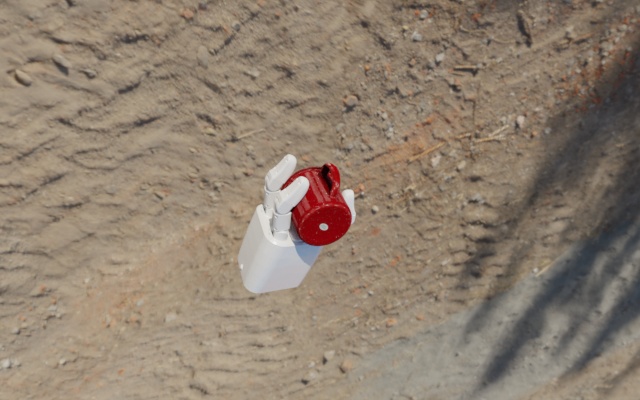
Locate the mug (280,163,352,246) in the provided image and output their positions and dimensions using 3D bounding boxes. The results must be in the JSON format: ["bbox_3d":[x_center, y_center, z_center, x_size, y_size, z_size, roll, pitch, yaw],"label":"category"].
[{"bbox_3d":[0.001,0.001,0.683,0.093,0.117,0.081,9,34,-29],"label":"mug"}]
